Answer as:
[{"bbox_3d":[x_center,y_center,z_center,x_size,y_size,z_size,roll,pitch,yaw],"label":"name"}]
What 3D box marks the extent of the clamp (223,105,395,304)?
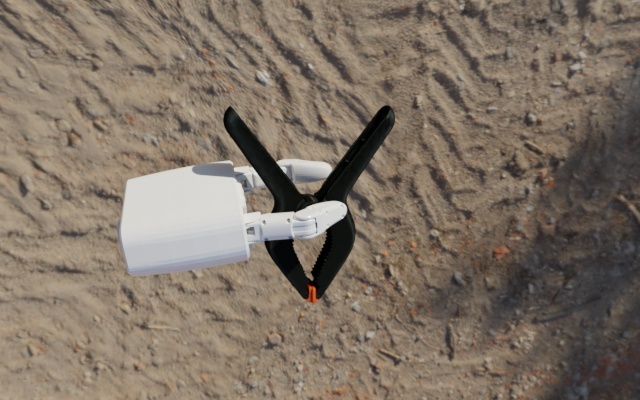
[{"bbox_3d":[0.000,0.002,0.479,0.164,0.210,0.036,-9,19,-10],"label":"clamp"}]
